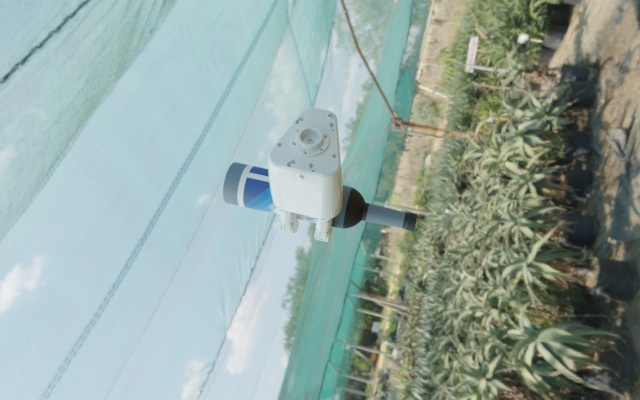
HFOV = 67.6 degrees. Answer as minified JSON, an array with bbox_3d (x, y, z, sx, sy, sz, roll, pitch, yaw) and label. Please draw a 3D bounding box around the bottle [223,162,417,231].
[{"bbox_3d":[0.000,0.002,0.738,0.295,0.069,0.069,12,2,8],"label":"bottle"}]
